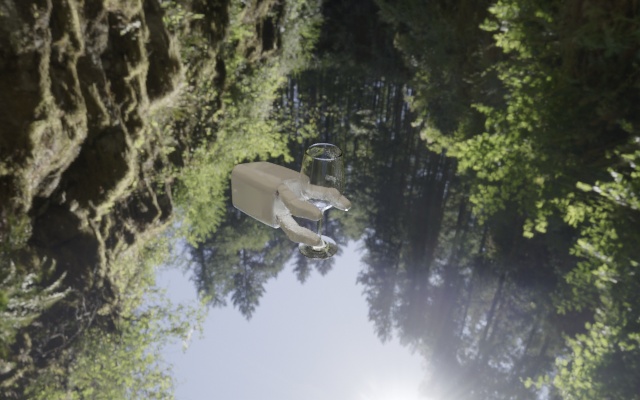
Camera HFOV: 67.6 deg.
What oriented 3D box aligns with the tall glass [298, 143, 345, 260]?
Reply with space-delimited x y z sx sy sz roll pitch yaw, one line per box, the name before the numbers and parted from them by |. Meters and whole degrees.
tall glass | 0.000 0.003 0.838 0.079 0.201 0.079 3 32 -2
